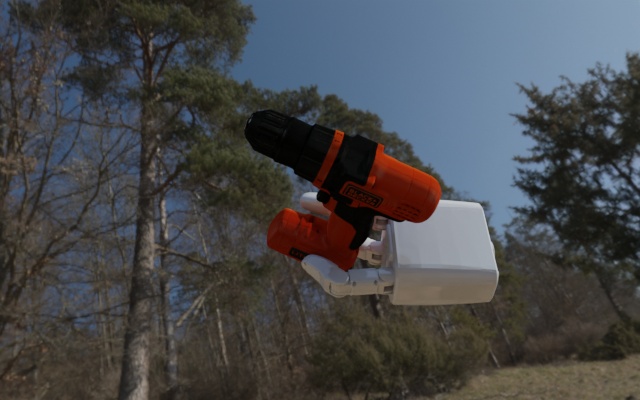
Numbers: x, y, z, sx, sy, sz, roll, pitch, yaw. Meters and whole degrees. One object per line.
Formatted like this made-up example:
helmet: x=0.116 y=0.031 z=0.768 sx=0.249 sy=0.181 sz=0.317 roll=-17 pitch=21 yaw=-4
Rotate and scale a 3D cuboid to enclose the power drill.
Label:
power drill: x=0.000 y=0.002 z=0.480 sx=0.184 sy=0.057 sz=0.188 roll=24 pitch=-32 yaw=-4
